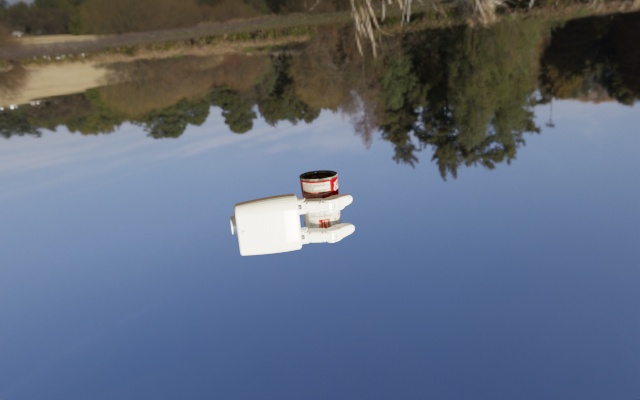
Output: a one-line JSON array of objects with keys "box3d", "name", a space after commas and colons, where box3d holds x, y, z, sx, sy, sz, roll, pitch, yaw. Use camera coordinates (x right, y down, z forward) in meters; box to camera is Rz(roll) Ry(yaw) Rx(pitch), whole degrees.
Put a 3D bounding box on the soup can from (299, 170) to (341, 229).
[{"box3d": [0.001, 0.003, 0.856, 0.068, 0.102, 0.068, -4, 16, 1], "name": "soup can"}]
